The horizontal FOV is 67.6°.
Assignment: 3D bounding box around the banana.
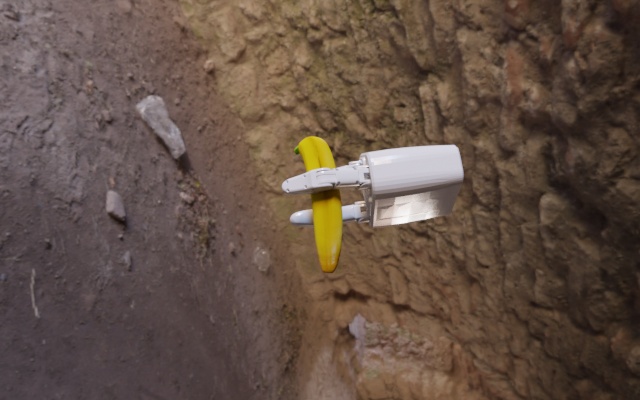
[{"bbox_3d":[0.002,-0.012,0.581,0.037,0.197,0.070,-4,-35,-11],"label":"banana"}]
